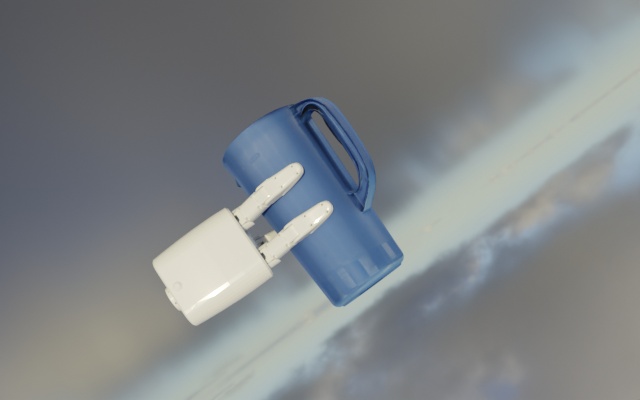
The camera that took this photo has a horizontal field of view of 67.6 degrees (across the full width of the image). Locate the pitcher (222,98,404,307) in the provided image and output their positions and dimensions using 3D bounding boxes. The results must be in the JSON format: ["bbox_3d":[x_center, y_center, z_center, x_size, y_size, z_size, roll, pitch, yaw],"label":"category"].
[{"bbox_3d":[0.000,0.002,0.601,0.145,0.243,0.149,-34,-11,-12],"label":"pitcher"}]
